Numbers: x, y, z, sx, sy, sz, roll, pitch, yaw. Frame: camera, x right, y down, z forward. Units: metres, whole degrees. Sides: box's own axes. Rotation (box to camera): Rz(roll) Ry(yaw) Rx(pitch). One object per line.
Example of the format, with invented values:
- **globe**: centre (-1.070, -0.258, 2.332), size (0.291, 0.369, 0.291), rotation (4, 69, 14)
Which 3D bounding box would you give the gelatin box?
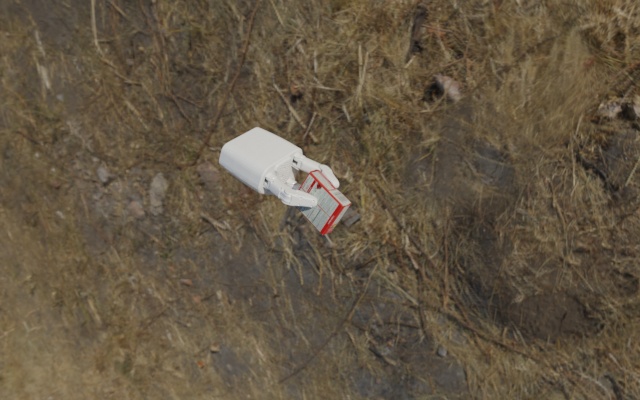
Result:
- **gelatin box**: centre (0.000, 0.003, 0.825), size (0.089, 0.073, 0.030), rotation (46, 34, 20)
